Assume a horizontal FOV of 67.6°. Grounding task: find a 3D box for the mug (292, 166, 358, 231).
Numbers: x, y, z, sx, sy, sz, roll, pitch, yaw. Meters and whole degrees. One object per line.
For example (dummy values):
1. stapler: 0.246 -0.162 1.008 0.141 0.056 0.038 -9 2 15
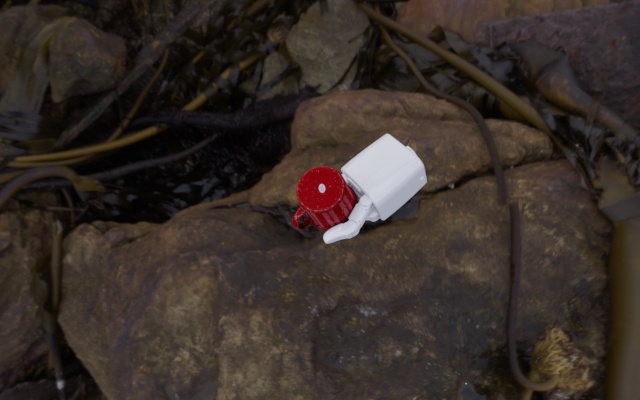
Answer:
1. mug: -0.001 0.003 0.784 0.117 0.093 0.081 -40 -26 -2
